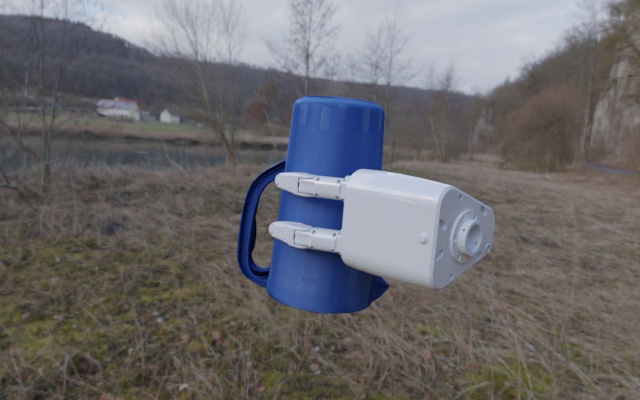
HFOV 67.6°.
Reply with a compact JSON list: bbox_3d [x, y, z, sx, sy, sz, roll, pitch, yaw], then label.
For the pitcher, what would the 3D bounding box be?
[{"bbox_3d":[0.000,0.002,0.575,0.149,0.243,0.145,-1,9,-42],"label":"pitcher"}]
